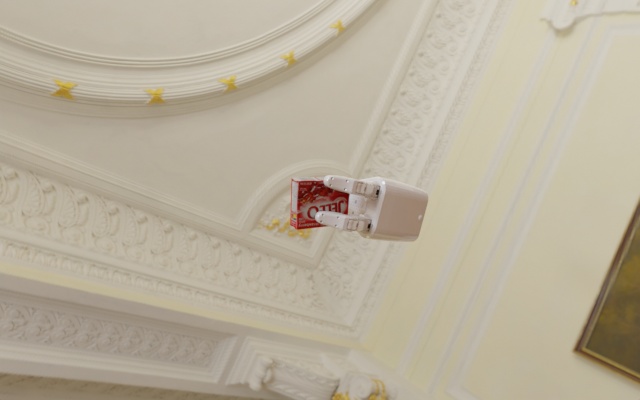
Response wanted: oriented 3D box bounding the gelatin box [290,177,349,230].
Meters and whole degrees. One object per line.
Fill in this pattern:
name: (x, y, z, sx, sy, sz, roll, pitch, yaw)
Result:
gelatin box: (0.000, 0.002, 0.716, 0.089, 0.073, 0.030, -4, 14, -27)
